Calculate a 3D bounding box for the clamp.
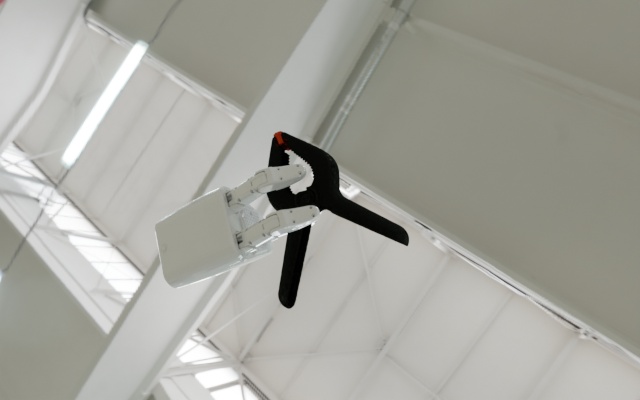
[{"bbox_3d":[0.000,0.002,0.565,0.164,0.210,0.036,-23,-22,13],"label":"clamp"}]
